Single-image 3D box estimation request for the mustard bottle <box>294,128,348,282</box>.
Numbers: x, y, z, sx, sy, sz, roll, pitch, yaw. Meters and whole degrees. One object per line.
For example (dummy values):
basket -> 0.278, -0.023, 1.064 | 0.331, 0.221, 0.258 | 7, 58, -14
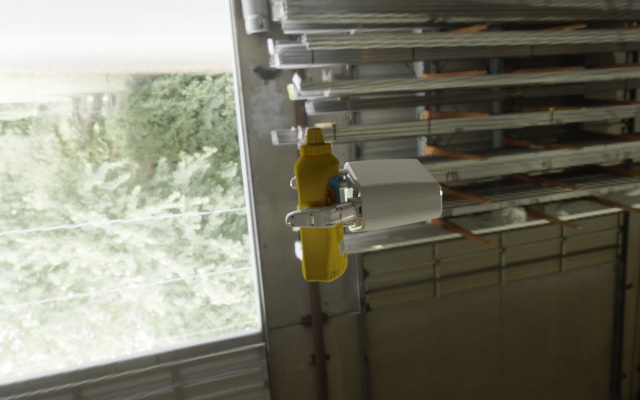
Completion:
mustard bottle -> 0.000, 0.002, 0.623 | 0.058, 0.192, 0.096 | -1, 12, 16
